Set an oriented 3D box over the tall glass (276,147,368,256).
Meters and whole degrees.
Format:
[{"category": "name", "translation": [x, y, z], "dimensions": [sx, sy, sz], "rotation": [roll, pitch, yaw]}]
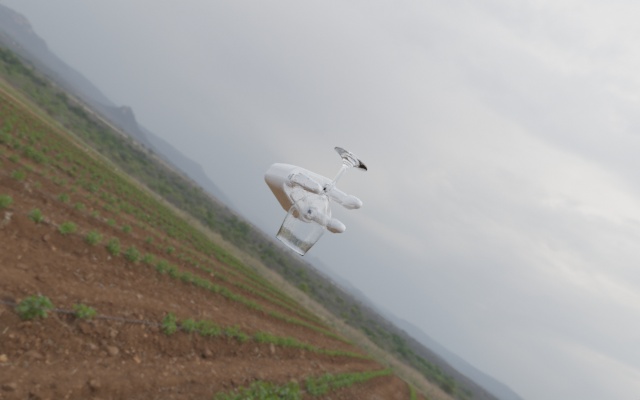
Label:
[{"category": "tall glass", "translation": [0.001, 0.002, 0.876], "dimensions": [0.079, 0.201, 0.079], "rotation": [34, -8, 6]}]
